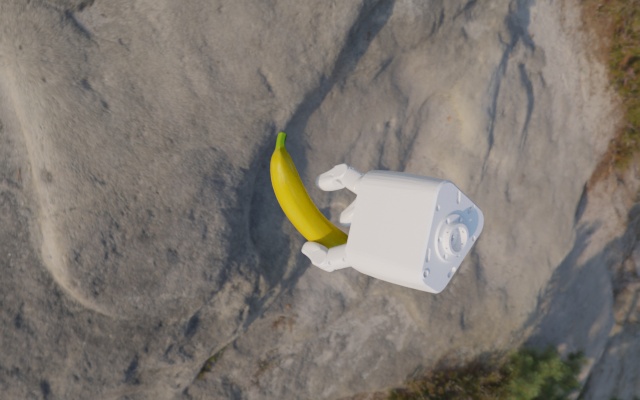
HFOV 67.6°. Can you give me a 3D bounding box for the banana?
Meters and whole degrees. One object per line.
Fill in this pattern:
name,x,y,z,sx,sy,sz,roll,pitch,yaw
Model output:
banana,-0.012,0.011,0.609,0.037,0.198,0.069,-2,37,47
